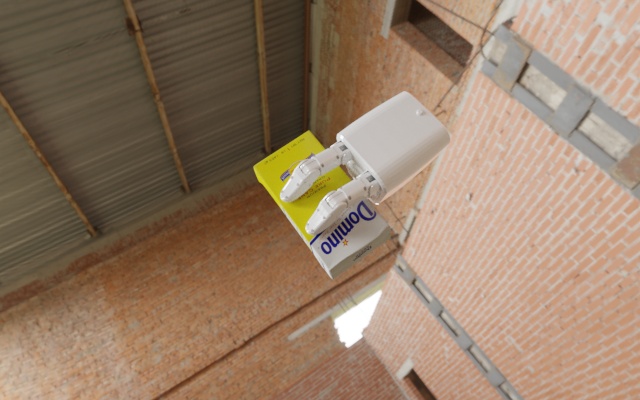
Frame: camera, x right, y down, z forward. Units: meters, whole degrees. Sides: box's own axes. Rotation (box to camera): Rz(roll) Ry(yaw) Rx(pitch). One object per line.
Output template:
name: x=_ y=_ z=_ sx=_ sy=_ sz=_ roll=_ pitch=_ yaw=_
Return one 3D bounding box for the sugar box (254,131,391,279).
sugar box: x=0.000 y=0.002 z=0.609 sx=0.093 sy=0.176 sz=0.048 roll=-35 pitch=-26 yaw=-9
